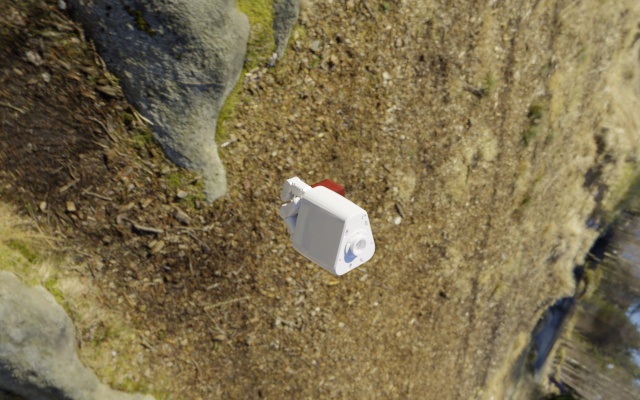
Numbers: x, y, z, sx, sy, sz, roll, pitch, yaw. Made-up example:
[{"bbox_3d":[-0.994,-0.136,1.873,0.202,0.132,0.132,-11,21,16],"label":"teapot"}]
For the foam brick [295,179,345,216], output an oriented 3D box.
[{"bbox_3d":[0.000,0.003,0.859,0.078,0.053,0.051,-23,35,-34],"label":"foam brick"}]
